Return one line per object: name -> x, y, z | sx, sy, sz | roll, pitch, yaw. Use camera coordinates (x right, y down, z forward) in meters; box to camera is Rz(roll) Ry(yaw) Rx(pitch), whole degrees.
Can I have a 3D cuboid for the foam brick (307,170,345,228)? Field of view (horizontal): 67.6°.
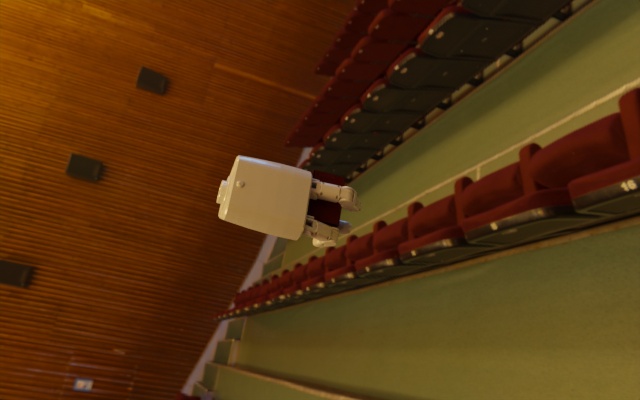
foam brick -> 0.000, 0.002, 0.702 | 0.051, 0.078, 0.053 | 14, -21, -15
